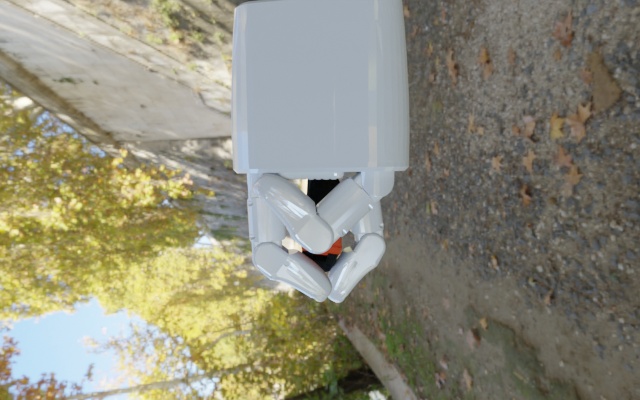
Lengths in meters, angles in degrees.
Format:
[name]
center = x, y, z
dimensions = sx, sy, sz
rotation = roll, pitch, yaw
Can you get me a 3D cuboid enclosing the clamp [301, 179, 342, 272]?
[clamp]
center = -0.001, 0.001, 0.402
dimensions = 0.039, 0.120, 0.171
rotation = -1, 4, -4
